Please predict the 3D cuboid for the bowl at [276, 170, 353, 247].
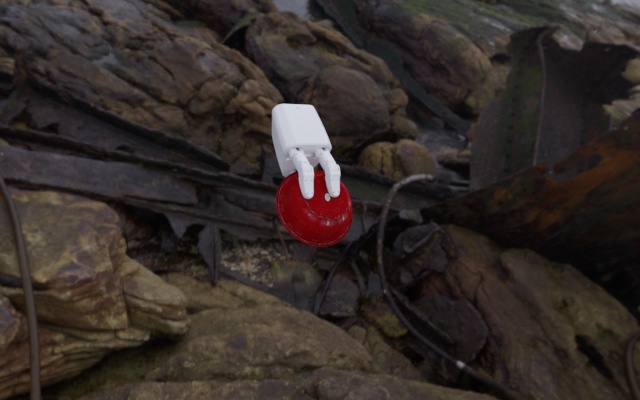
[{"bbox_3d":[0.001,0.004,0.899,0.162,0.162,0.055,0,-23,-27],"label":"bowl"}]
